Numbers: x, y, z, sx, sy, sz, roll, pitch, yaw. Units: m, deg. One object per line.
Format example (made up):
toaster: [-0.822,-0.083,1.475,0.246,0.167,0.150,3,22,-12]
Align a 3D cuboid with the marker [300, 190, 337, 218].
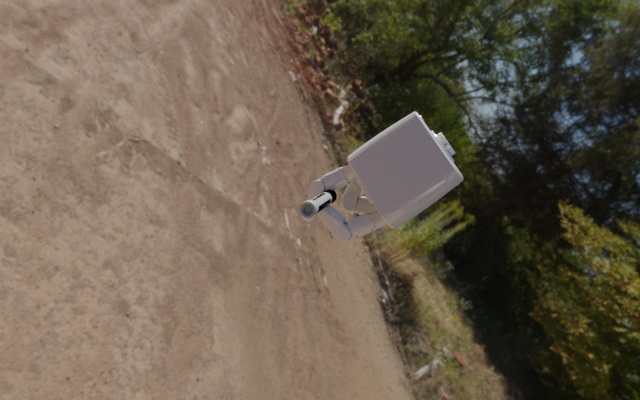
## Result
marker: [0.000,0.002,0.582,0.020,0.020,0.121,0,8,14]
